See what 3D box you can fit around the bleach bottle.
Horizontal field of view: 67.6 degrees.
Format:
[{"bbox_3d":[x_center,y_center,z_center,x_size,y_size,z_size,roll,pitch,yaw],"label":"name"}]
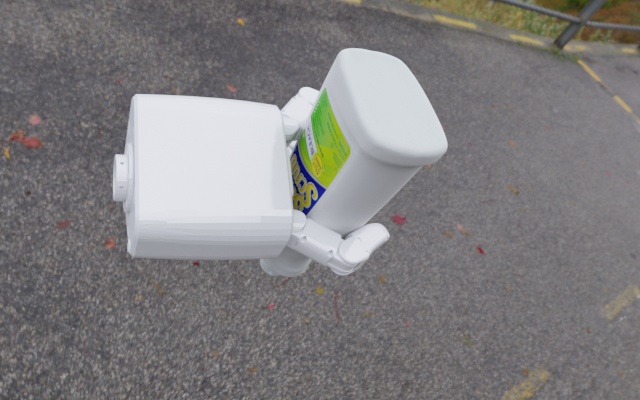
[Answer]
[{"bbox_3d":[0.000,0.001,0.407,0.068,0.102,0.251,1,-36,-27],"label":"bleach bottle"}]
